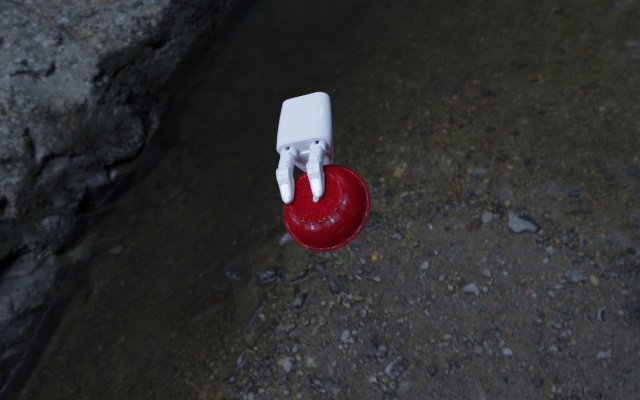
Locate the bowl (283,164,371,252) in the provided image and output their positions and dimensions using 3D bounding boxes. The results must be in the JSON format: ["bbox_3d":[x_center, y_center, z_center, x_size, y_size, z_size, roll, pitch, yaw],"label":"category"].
[{"bbox_3d":[0.000,0.004,0.808,0.162,0.162,0.055,0,-19,22],"label":"bowl"}]
